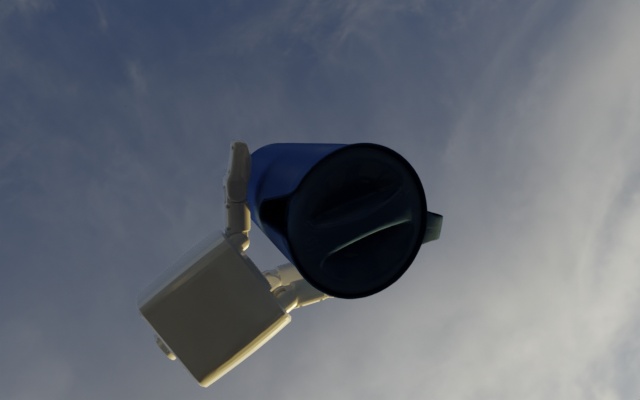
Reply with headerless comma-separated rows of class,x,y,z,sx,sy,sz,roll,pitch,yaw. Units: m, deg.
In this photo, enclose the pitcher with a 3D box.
pitcher,0.000,0.002,0.505,0.145,0.149,0.243,-41,22,-11
